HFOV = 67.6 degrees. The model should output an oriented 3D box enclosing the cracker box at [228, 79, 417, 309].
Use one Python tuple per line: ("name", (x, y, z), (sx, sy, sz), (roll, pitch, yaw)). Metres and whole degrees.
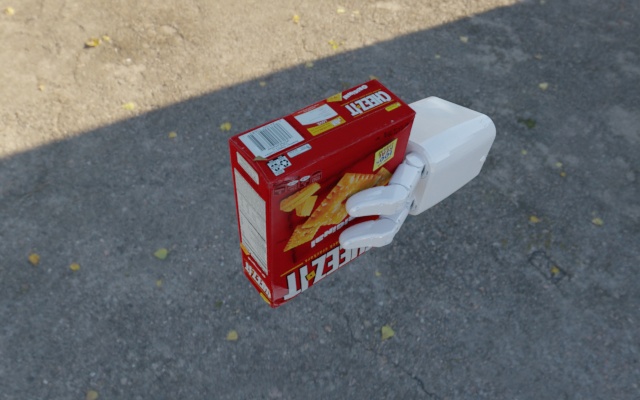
("cracker box", (0.000, 0.001, 0.496), (0.164, 0.214, 0.072), (-28, 57, -25))
